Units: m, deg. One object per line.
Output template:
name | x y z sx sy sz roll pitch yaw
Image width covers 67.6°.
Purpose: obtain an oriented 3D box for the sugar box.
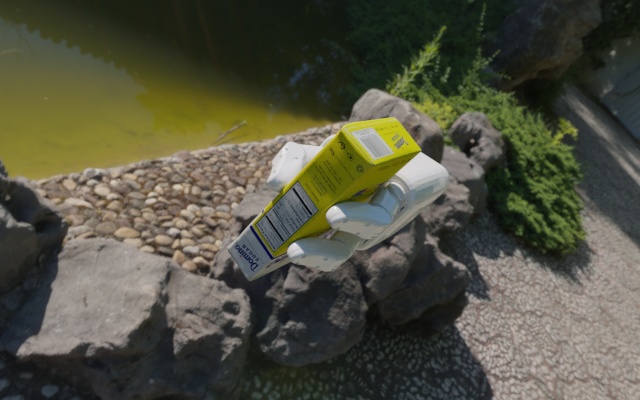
sugar box | 0.001 0.002 0.429 0.176 0.048 0.093 -47 -16 34
